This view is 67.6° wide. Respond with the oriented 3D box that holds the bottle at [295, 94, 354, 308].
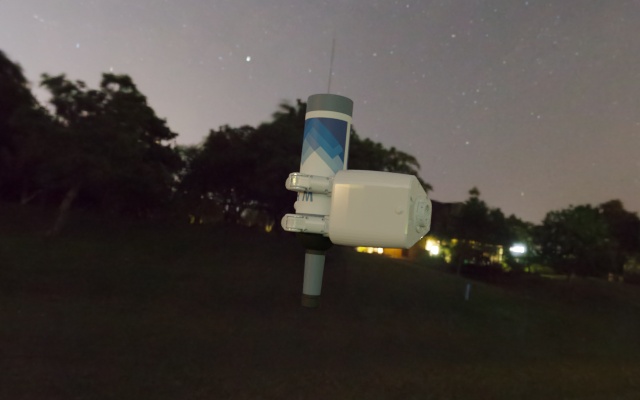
[{"bbox_3d":[0.000,0.002,0.677,0.069,0.295,0.069,6,-3,0],"label":"bottle"}]
